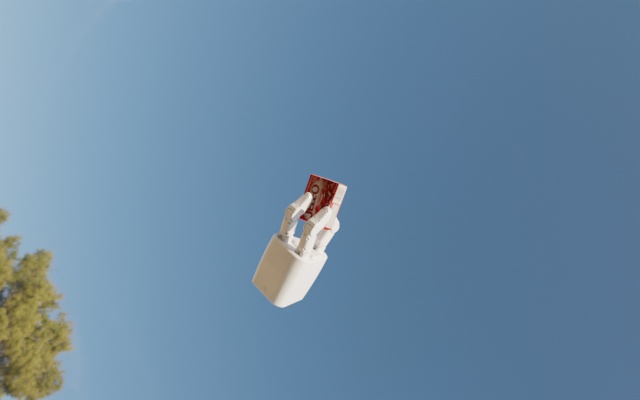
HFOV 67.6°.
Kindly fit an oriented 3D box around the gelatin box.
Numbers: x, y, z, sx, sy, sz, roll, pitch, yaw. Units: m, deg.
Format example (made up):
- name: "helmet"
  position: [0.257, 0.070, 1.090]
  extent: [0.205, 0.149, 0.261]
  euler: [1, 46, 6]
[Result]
- name: "gelatin box"
  position: [0.001, 0.003, 0.891]
  extent: [0.073, 0.089, 0.030]
  euler: [21, 1, 39]
